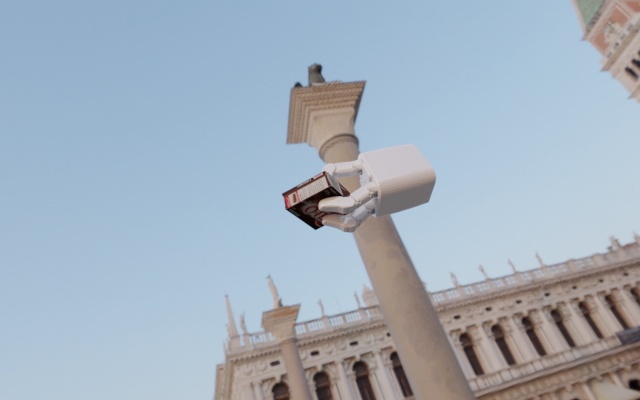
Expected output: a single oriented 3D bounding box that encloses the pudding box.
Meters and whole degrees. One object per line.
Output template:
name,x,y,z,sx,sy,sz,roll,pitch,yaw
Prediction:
pudding box,0.000,0.003,0.828,0.090,0.039,0.113,-28,-34,15
